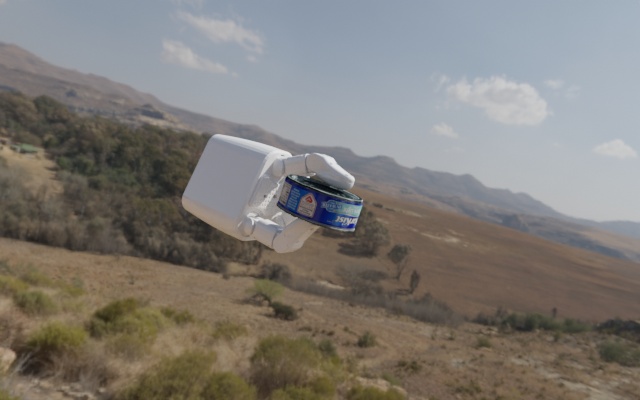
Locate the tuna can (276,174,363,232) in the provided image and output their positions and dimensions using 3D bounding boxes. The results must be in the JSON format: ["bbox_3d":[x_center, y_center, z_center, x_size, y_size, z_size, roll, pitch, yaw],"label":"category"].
[{"bbox_3d":[0.000,0.001,0.494,0.086,0.034,0.086,18,8,-3],"label":"tuna can"}]
